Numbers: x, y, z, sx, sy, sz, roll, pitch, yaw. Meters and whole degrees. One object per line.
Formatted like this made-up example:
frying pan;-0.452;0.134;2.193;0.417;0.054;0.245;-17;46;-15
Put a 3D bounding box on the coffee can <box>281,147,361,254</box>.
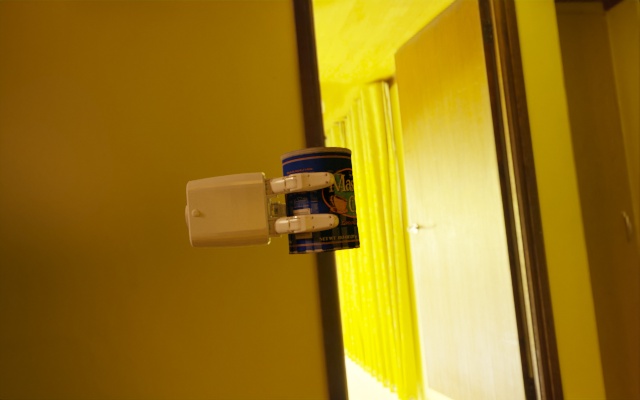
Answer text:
coffee can;0.000;0.002;0.682;0.103;0.140;0.103;-5;-4;0
